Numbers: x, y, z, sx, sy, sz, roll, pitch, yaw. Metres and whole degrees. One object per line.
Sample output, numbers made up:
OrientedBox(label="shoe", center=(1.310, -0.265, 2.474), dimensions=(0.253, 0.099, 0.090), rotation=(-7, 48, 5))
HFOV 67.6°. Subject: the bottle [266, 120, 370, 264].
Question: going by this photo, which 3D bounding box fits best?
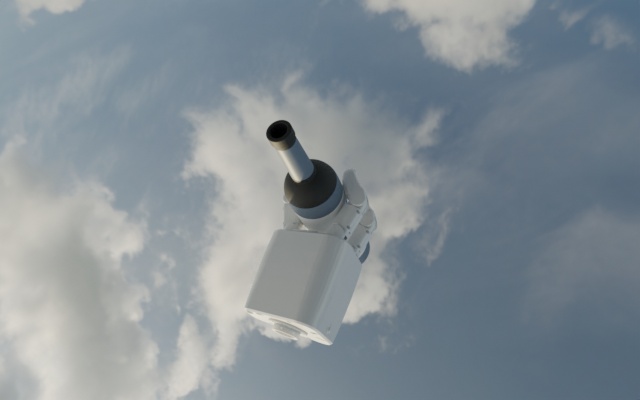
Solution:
OrientedBox(label="bottle", center=(0.000, 0.002, 0.593), dimensions=(0.069, 0.069, 0.296), rotation=(0, -29, 19))
